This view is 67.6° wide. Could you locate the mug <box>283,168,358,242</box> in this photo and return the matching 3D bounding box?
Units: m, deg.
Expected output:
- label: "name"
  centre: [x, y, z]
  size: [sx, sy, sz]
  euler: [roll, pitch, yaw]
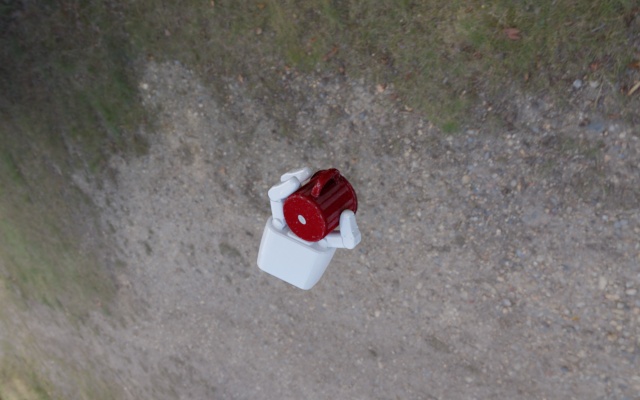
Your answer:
- label: "mug"
  centre: [0.000, 0.001, 0.720]
  size: [0.093, 0.117, 0.081]
  euler: [36, 44, 16]
